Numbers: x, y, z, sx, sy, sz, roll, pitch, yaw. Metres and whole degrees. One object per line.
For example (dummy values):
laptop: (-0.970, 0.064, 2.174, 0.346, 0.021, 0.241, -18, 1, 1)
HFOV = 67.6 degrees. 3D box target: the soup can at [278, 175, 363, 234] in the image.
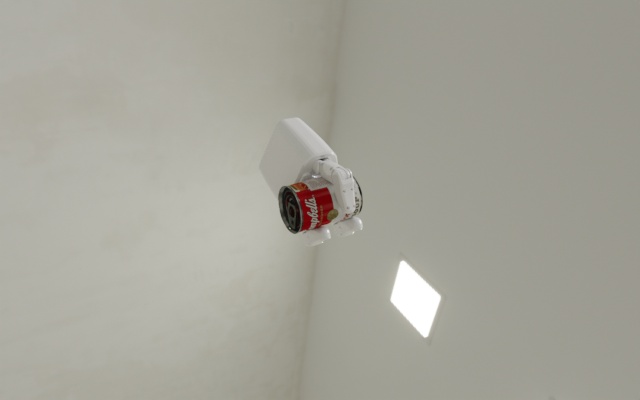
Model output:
soup can: (0.001, 0.002, 0.677, 0.102, 0.068, 0.068, -14, 7, -28)
